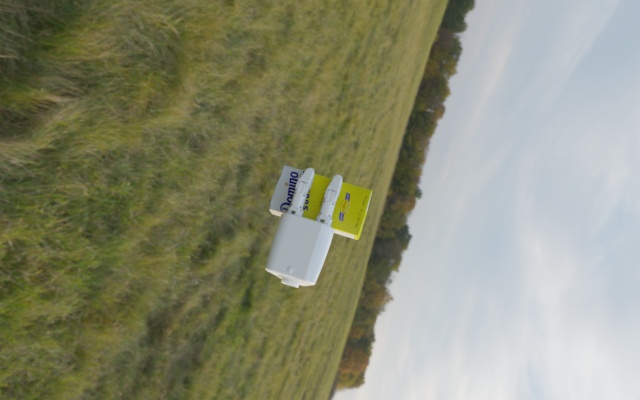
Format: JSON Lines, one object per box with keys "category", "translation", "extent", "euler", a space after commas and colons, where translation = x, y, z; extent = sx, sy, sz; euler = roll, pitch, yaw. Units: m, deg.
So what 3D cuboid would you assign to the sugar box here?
{"category": "sugar box", "translation": [0.000, 0.003, 0.896], "extent": [0.176, 0.093, 0.048], "euler": [16, -15, 8]}
